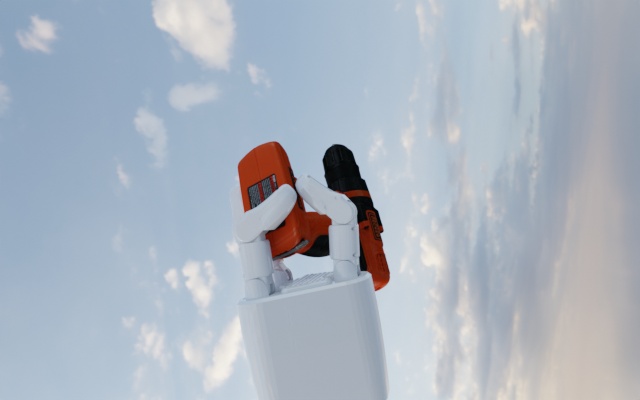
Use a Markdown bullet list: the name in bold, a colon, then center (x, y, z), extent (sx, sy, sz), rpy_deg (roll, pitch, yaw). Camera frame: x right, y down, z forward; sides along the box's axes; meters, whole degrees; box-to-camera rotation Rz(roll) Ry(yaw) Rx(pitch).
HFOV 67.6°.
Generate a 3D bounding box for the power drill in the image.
- **power drill**: center (0.000, 0.002, 0.500), extent (0.057, 0.184, 0.188), rpy_deg (-29, -27, 28)
